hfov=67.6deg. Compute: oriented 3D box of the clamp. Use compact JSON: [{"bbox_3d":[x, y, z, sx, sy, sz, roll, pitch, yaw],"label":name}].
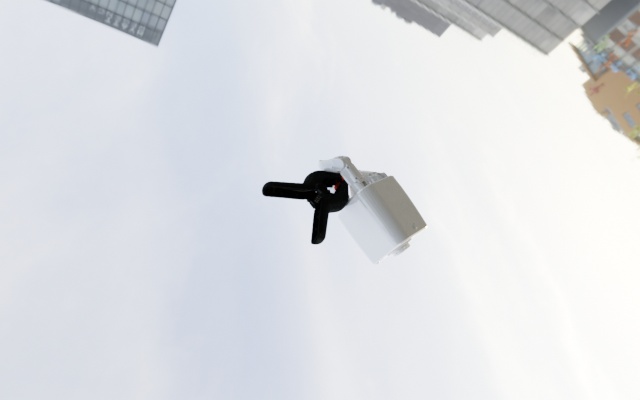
[{"bbox_3d":[0.000,0.003,0.749,0.171,0.120,0.039,-22,-18,-46],"label":"clamp"}]
